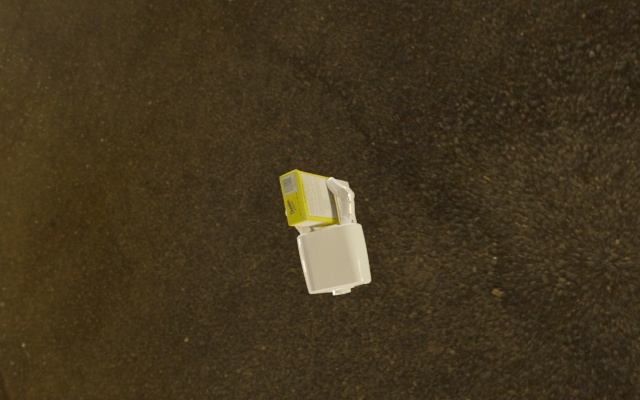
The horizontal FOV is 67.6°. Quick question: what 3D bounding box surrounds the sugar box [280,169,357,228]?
[{"bbox_3d":[0.000,0.003,0.888,0.048,0.093,0.176,-19,-16,28],"label":"sugar box"}]
